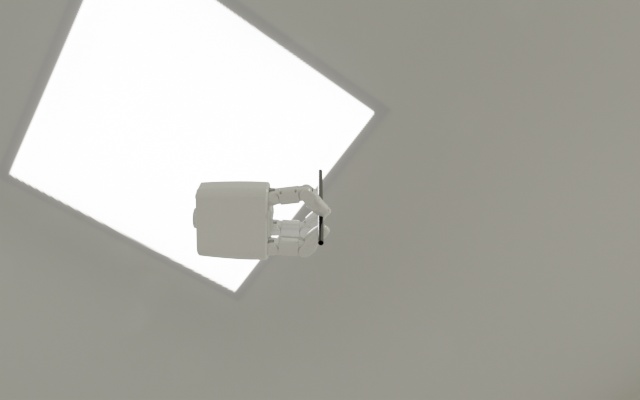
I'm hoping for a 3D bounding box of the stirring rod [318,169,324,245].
[{"bbox_3d":[0.000,0.003,0.766,0.011,0.011,0.239,0,28,0],"label":"stirring rod"}]
